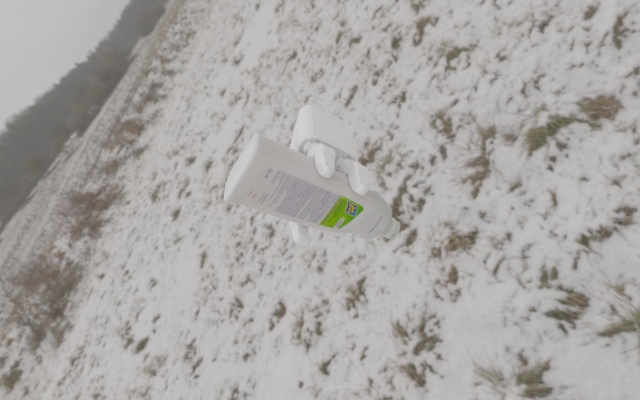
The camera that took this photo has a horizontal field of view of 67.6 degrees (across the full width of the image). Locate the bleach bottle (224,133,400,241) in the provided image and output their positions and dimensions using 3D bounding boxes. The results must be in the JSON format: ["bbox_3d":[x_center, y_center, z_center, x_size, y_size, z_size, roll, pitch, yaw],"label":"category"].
[{"bbox_3d":[0.000,0.002,0.672,0.251,0.103,0.068,24,33,-22],"label":"bleach bottle"}]
